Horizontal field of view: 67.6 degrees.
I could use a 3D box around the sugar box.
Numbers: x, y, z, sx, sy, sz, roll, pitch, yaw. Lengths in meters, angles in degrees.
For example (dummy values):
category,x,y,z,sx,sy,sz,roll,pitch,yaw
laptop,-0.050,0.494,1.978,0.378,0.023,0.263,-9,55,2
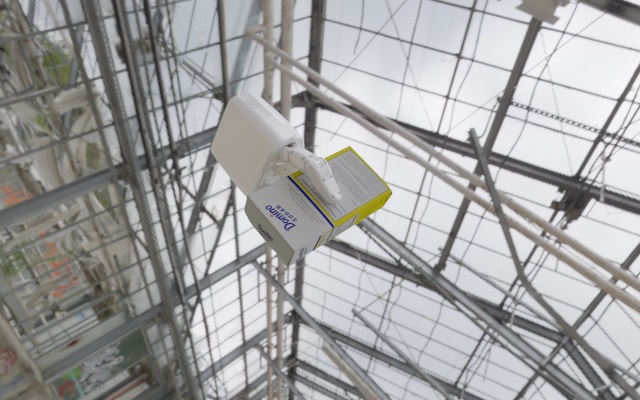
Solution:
category,x,y,z,sx,sy,sz,roll,pitch,yaw
sugar box,0.000,0.002,0.609,0.176,0.093,0.048,-29,-23,-31
